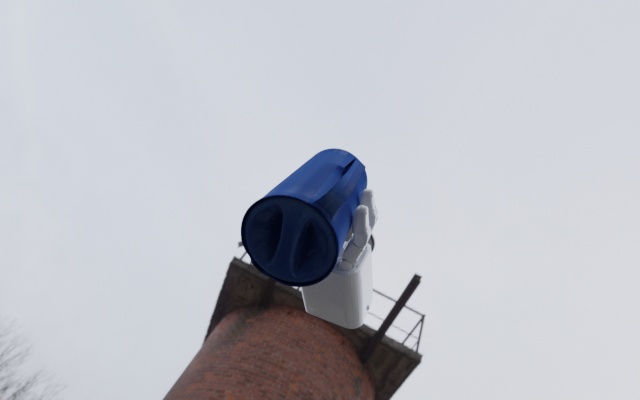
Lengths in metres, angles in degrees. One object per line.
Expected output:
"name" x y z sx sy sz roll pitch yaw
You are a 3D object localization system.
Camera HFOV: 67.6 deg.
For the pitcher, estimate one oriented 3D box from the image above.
"pitcher" 0.000 0.002 0.700 0.149 0.145 0.242 3 25 18
